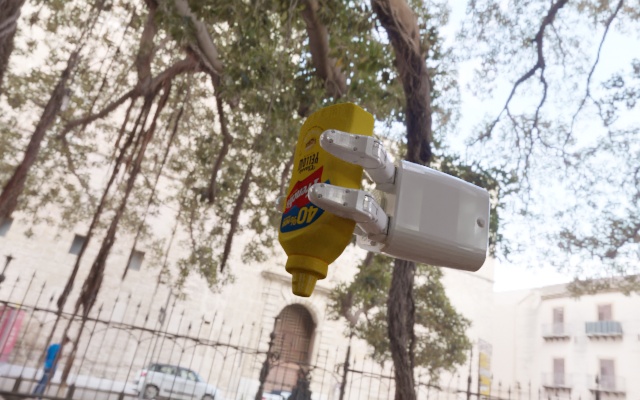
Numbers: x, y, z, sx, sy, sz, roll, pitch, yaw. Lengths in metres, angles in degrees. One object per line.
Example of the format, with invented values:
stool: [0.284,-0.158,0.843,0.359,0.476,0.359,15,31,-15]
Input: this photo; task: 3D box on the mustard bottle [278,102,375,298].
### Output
mustard bottle: [0.000,0.001,0.478,0.058,0.191,0.096,26,-27,-33]
